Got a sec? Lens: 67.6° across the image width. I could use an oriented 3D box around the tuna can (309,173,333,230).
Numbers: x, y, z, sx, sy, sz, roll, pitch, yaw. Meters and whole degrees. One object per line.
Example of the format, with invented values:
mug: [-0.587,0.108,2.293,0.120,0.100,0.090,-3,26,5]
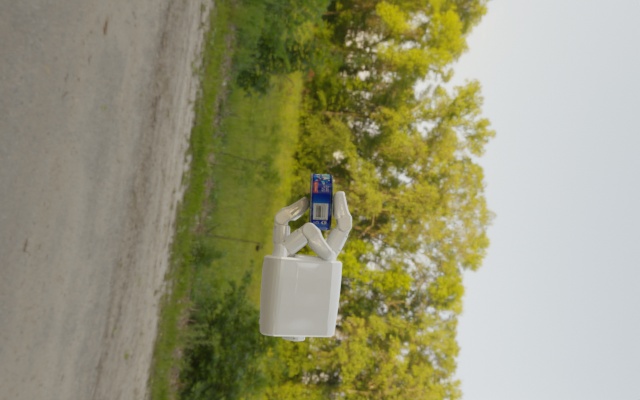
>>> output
tuna can: [0.001,0.002,0.721,0.034,0.086,0.086,2,0,-1]
